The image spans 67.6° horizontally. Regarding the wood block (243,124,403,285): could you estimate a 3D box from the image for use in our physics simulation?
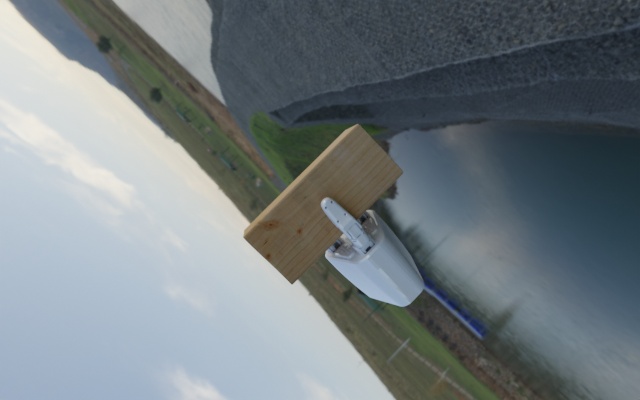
[{"bbox_3d":[0.000,0.003,0.649,0.090,0.206,0.091,45,-4,-9],"label":"wood block"}]
